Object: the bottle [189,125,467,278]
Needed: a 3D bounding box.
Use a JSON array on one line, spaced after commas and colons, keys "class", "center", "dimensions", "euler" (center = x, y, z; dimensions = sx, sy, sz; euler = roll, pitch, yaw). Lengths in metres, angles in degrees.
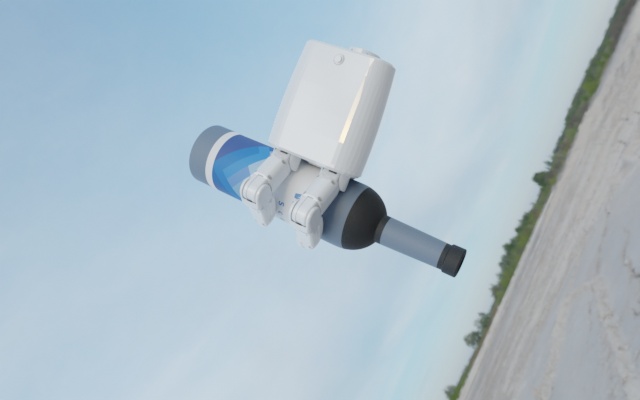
[{"class": "bottle", "center": [0.000, 0.002, 0.479], "dimensions": [0.295, 0.069, 0.069], "euler": [24, 10, 23]}]
